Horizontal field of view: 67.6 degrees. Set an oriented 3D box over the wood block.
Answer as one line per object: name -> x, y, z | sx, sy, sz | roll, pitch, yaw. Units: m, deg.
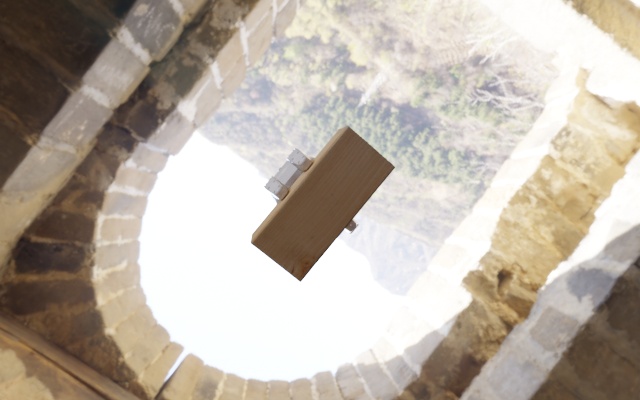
wood block -> 0.000, 0.003, 0.689 | 0.091, 0.206, 0.090 | 39, -1, -8
